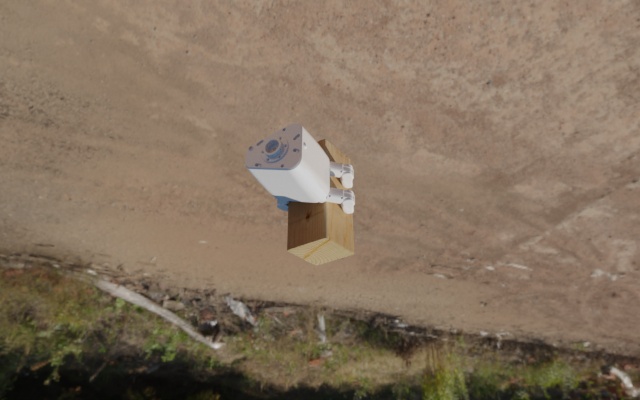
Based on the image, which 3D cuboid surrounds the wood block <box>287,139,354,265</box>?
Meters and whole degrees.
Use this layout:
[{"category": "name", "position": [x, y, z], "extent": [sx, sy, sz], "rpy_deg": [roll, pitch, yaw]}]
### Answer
[{"category": "wood block", "position": [0.000, 0.003, 0.895], "extent": [0.091, 0.206, 0.090], "rpy_deg": [-21, -36, 32]}]
